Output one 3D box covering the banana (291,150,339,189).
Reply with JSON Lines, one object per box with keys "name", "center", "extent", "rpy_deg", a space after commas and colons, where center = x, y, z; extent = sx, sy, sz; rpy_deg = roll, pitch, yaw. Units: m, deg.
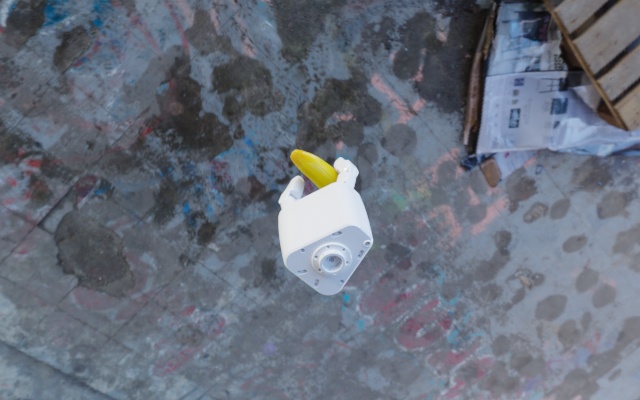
{"name": "banana", "center": [0.019, 0.000, 0.742], "extent": [0.069, 0.198, 0.037], "rpy_deg": [-17, 32, 9]}
